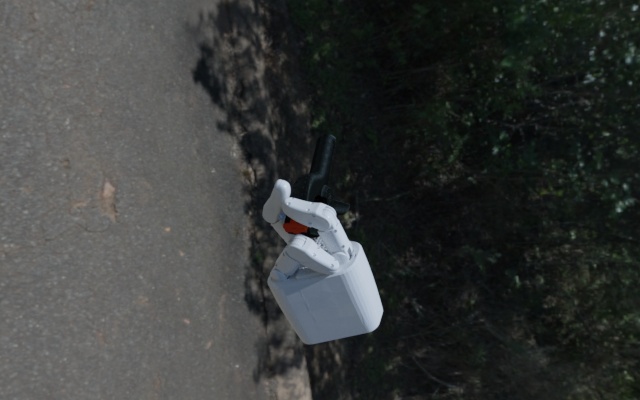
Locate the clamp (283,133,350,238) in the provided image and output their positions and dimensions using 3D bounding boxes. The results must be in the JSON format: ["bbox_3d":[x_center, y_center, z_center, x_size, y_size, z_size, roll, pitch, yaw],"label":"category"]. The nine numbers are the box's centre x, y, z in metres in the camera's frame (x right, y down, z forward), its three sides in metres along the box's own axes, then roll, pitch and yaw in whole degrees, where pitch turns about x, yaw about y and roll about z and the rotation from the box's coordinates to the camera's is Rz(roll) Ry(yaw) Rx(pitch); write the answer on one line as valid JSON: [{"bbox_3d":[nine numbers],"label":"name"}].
[{"bbox_3d":[0.001,0.002,0.616,0.039,0.120,0.171,-7,32,28],"label":"clamp"}]
